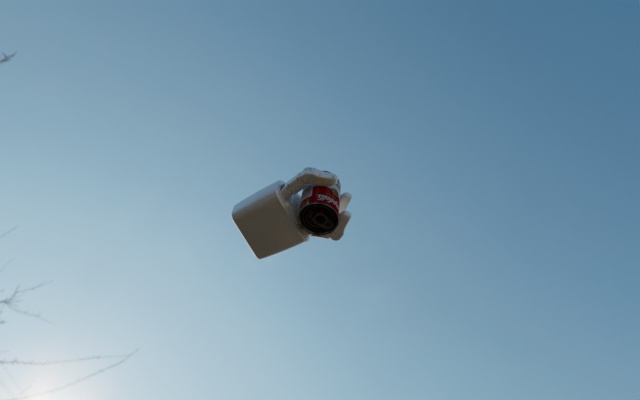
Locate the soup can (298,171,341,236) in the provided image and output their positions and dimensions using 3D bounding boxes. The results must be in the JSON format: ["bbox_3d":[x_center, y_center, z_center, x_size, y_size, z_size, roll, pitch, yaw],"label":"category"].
[{"bbox_3d":[0.001,0.002,0.823,0.068,0.069,0.102,0,36,5],"label":"soup can"}]
